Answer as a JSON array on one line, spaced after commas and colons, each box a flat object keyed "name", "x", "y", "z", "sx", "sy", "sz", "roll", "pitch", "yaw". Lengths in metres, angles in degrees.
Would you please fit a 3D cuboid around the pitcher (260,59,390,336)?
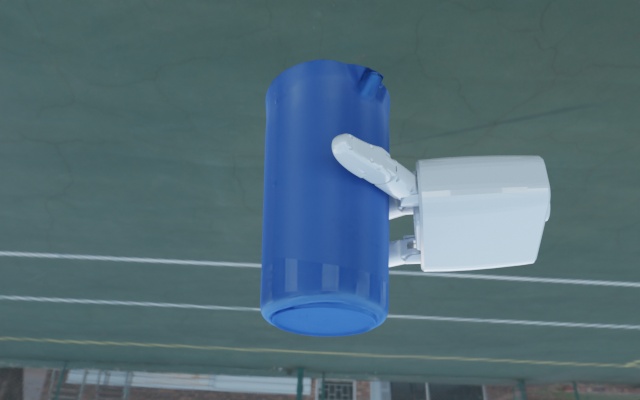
[{"name": "pitcher", "x": 0.000, "y": 0.001, "z": 0.464, "sx": 0.145, "sy": 0.242, "sz": 0.149, "roll": -4, "pitch": -30, "yaw": 10}]
